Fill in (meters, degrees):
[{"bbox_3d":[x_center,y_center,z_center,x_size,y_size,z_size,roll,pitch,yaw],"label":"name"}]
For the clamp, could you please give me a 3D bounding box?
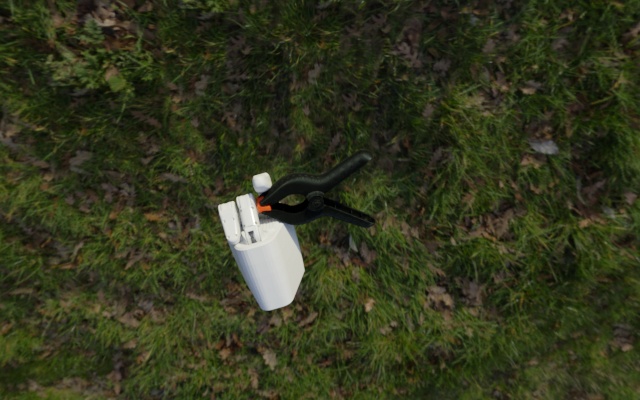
[{"bbox_3d":[0.000,0.002,0.671,0.171,0.120,0.039,-14,24,3],"label":"clamp"}]
